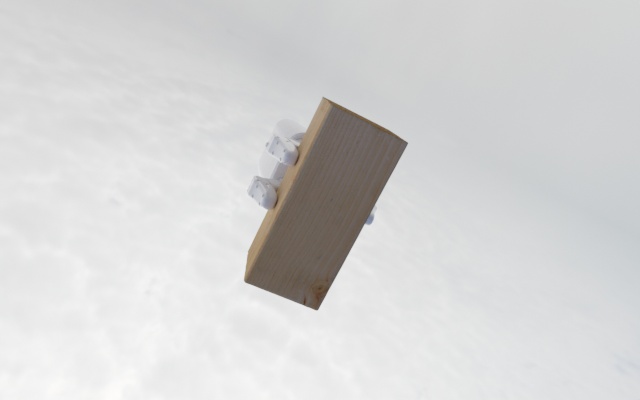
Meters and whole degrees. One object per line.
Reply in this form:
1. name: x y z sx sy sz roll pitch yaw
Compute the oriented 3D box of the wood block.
1. wood block: 0.000 0.002 0.530 0.091 0.206 0.090 24 14 -12
